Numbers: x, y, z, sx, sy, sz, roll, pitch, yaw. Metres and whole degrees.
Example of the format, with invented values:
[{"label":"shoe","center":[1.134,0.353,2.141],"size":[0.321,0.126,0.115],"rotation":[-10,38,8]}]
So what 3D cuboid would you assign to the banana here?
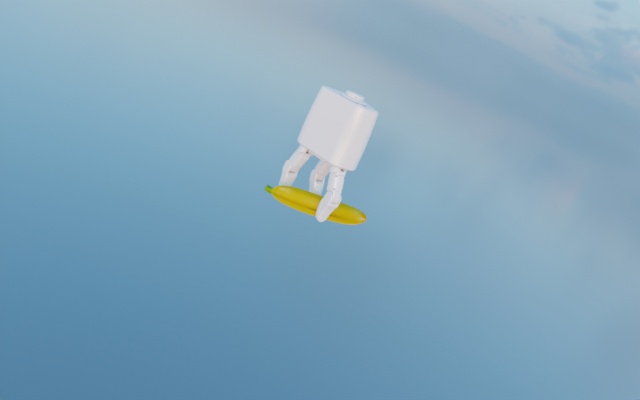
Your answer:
[{"label":"banana","center":[-0.001,0.007,0.850],"size":[0.198,0.037,0.069],"rotation":[20,14,-11]}]
